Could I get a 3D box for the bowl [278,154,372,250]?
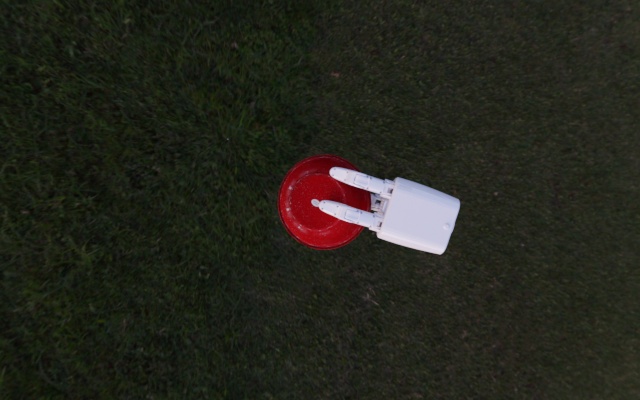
[{"bbox_3d":[-0.001,0.002,0.782,0.162,0.162,0.055,0,0,12],"label":"bowl"}]
